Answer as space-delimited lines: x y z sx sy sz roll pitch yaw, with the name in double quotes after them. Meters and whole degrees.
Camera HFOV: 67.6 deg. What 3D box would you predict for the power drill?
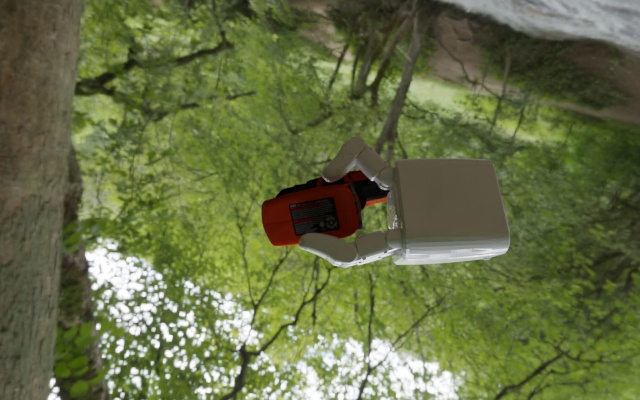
0.000 0.002 0.583 0.184 0.057 0.187 -12 8 20 "power drill"
